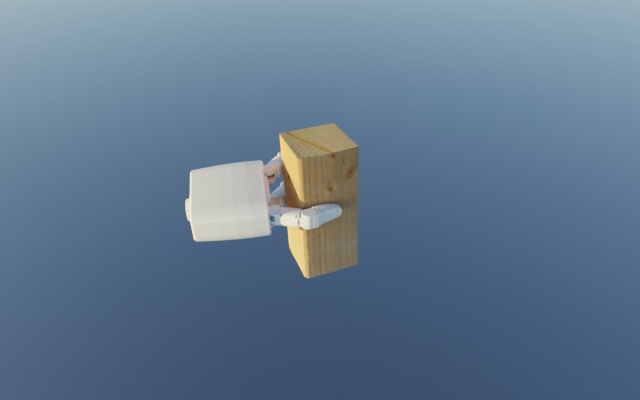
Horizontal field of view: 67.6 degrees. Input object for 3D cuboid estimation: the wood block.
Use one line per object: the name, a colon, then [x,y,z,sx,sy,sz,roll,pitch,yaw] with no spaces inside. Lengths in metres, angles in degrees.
wood block: [0.000,0.002,0.720,0.090,0.206,0.090,-13,34,-16]
